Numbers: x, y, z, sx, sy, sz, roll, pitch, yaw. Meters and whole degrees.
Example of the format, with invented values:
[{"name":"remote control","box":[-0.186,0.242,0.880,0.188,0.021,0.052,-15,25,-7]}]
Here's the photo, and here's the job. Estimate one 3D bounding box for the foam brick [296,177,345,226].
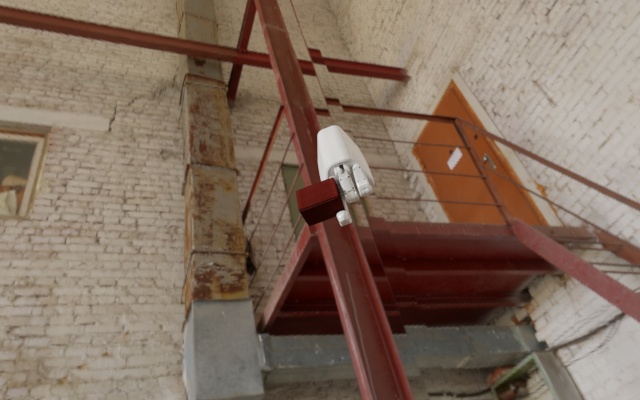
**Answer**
[{"name":"foam brick","box":[0.000,0.003,0.887,0.078,0.051,0.053,-20,-41,5]}]
